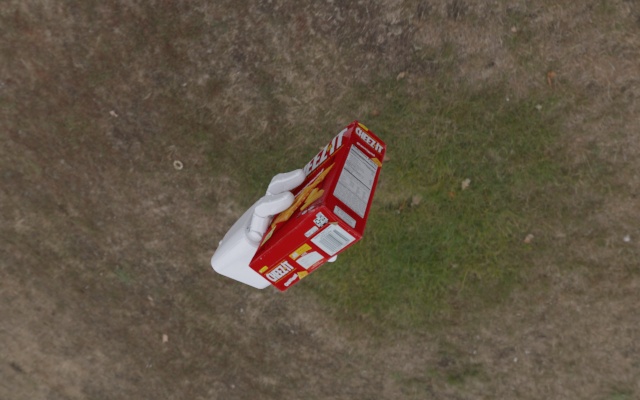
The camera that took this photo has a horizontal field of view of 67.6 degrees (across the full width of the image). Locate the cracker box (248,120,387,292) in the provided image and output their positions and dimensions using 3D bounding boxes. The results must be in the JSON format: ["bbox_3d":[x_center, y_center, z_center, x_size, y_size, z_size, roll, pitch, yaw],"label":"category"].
[{"bbox_3d":[0.000,0.002,0.673,0.164,0.072,0.213,-39,18,37],"label":"cracker box"}]
